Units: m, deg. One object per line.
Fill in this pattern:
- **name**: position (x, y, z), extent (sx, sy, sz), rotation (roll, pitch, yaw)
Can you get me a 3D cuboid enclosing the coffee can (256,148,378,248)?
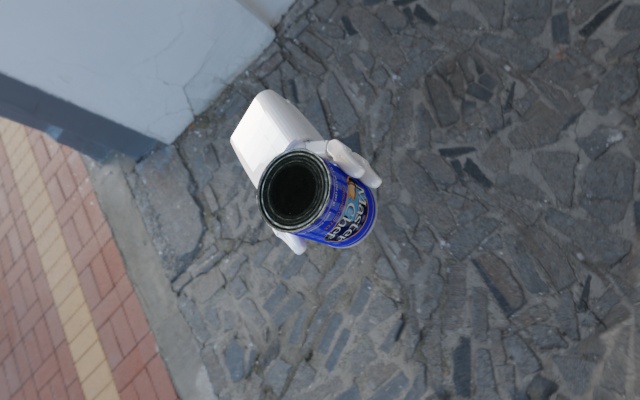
- **coffee can**: position (0.000, 0.002, 0.615), extent (0.103, 0.102, 0.140), rotation (0, -12, 29)
